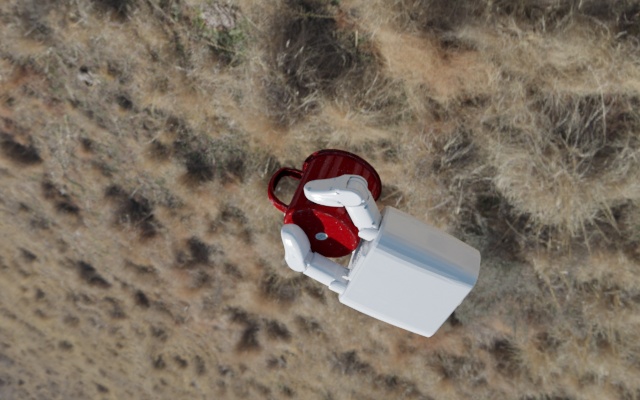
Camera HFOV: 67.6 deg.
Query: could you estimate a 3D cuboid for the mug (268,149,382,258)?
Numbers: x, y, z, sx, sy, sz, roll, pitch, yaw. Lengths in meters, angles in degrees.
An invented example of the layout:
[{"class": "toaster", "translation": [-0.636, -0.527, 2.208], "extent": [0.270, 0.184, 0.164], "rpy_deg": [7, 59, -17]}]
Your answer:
[{"class": "mug", "translation": [-0.001, 0.001, 0.507], "extent": [0.117, 0.081, 0.093], "rpy_deg": [23, -38, -1]}]
